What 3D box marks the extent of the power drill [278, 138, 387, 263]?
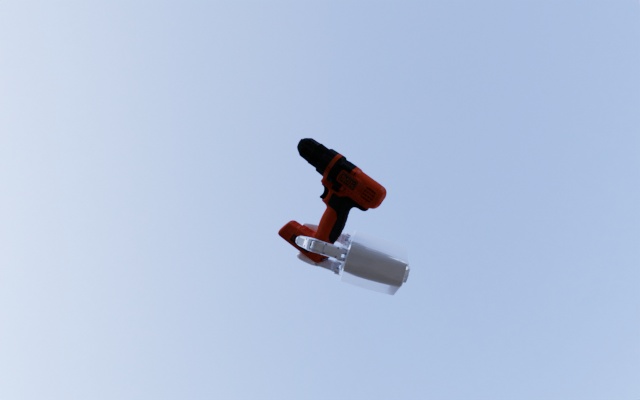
[{"bbox_3d":[0.000,0.003,0.861,0.184,0.188,0.057,37,20,13],"label":"power drill"}]
